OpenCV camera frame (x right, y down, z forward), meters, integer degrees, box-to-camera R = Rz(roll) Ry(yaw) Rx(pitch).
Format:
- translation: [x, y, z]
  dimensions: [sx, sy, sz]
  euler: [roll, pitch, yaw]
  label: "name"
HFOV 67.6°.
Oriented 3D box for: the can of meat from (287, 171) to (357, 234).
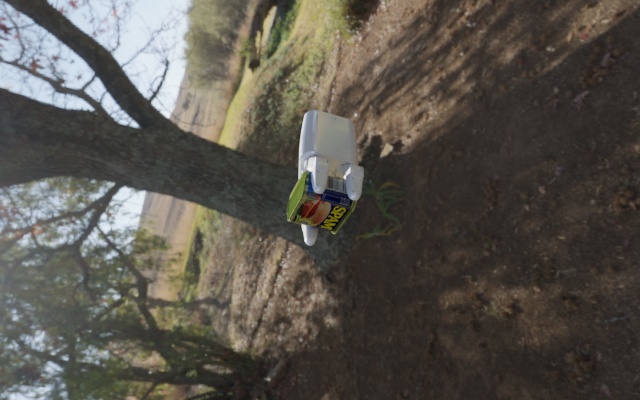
- translation: [0.000, 0.002, 0.751]
  dimensions: [0.084, 0.057, 0.102]
  euler: [14, -36, -15]
  label: "can of meat"
